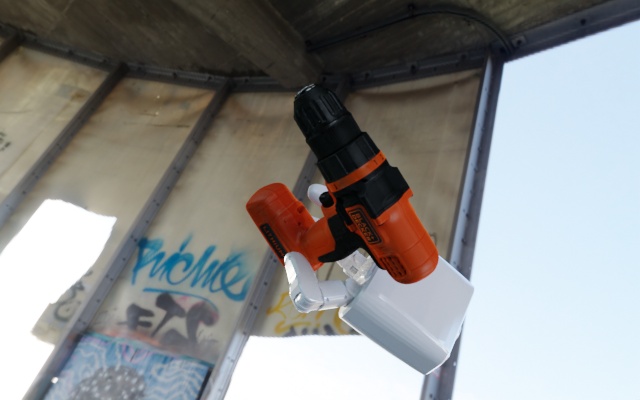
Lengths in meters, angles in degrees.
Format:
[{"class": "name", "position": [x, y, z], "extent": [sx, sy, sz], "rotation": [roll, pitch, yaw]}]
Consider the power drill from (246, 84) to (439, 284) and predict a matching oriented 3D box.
[{"class": "power drill", "position": [0.000, 0.002, 0.447], "extent": [0.057, 0.184, 0.188], "rotation": [-37, 9, -32]}]
